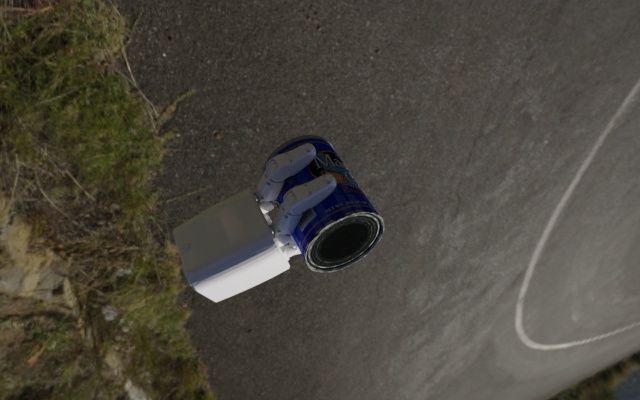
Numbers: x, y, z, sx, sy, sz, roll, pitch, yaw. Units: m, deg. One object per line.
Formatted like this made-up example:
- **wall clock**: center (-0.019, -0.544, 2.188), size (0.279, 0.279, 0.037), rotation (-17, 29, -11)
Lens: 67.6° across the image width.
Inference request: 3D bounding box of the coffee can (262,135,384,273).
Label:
- **coffee can**: center (0.000, 0.002, 0.588), size (0.103, 0.103, 0.140), rotation (0, 43, -35)
